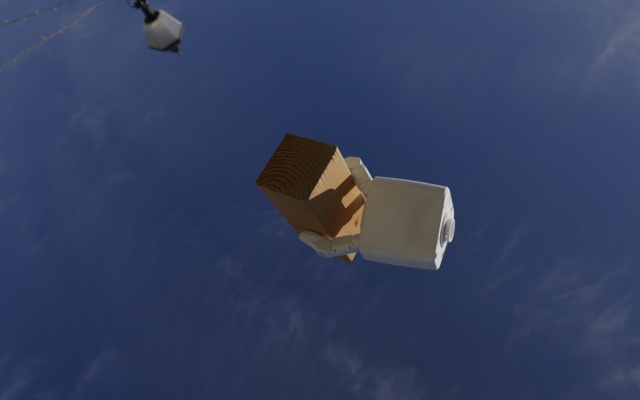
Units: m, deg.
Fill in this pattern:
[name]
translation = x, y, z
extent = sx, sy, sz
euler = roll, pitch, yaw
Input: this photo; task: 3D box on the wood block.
[wood block]
translation = 0.000, 0.003, 0.718
extent = 0.090, 0.090, 0.206
euler = 19, -21, 30
